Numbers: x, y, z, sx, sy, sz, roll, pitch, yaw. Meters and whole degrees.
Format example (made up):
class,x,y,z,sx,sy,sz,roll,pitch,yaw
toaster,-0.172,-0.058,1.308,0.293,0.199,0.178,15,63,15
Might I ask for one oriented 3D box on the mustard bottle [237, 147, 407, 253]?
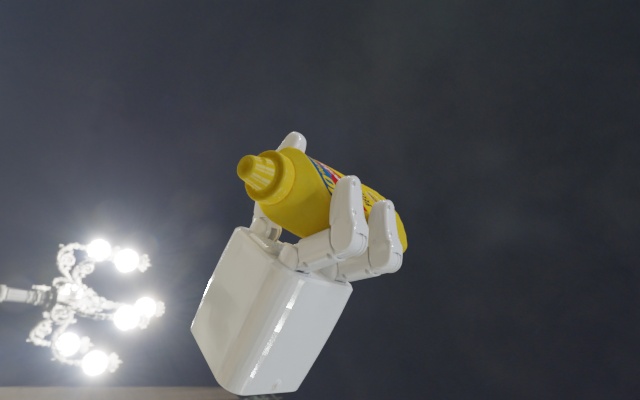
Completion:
class,x,y,z,sx,sy,sz,roll,pitch,yaw
mustard bottle,0.000,0.001,0.418,0.058,0.096,0.192,-44,-36,17
